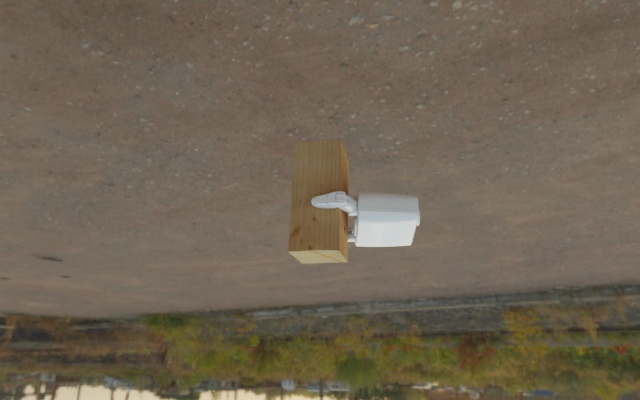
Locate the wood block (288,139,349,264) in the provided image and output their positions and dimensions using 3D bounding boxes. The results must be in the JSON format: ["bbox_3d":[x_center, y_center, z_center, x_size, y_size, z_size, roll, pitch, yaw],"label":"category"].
[{"bbox_3d":[0.000,0.003,0.871,0.090,0.206,0.091,-3,-21,13],"label":"wood block"}]
